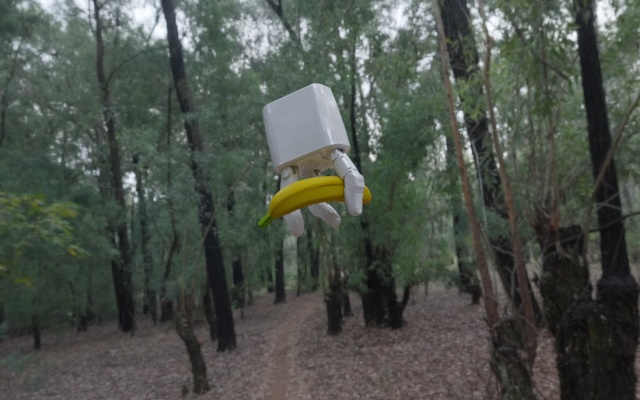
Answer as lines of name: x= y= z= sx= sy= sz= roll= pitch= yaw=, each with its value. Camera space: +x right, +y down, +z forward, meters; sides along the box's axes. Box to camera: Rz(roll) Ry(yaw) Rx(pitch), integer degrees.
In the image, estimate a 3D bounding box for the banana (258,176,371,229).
banana: x=0.004 y=-0.007 z=0.690 sx=0.198 sy=0.037 sz=0.070 roll=-11 pitch=-28 yaw=-32
